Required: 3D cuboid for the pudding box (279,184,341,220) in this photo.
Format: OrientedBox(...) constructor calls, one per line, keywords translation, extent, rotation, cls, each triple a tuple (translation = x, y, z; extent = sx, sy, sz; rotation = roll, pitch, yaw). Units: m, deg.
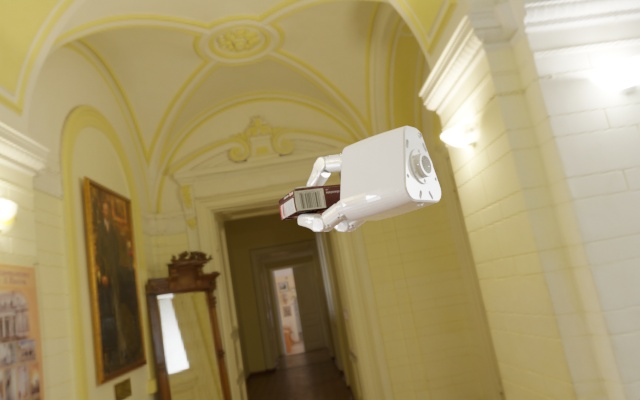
OrientedBox(translation=(0.000, 0.002, 0.751), extent=(0.113, 0.039, 0.090), rotation=(-4, -10, -20), cls="pudding box")
